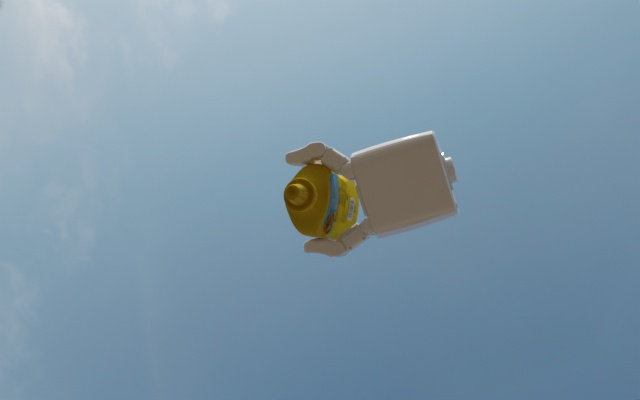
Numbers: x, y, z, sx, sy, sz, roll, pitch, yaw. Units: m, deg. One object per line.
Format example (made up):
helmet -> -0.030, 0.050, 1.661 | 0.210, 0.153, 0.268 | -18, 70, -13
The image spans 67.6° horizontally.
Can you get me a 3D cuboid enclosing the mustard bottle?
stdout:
mustard bottle -> 0.000, 0.002, 0.639 | 0.058, 0.096, 0.191 | 9, -4, 20
